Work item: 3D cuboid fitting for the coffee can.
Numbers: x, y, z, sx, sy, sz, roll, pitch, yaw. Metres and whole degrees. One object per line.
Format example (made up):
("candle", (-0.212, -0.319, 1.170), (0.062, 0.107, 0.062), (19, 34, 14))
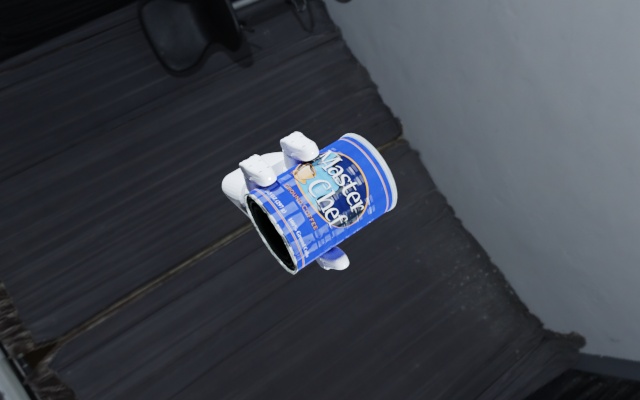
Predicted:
("coffee can", (0.000, 0.002, 0.539), (0.140, 0.103, 0.103), (-32, 11, -18))
